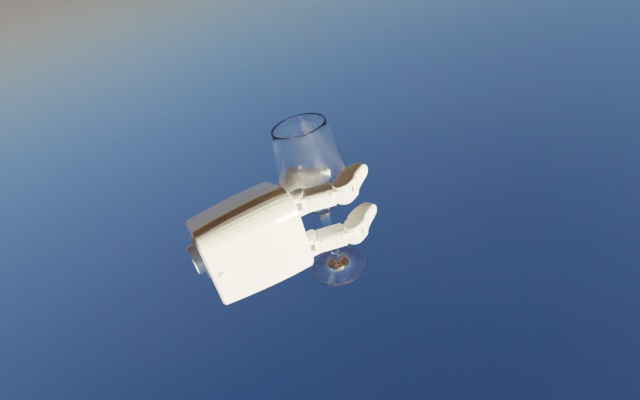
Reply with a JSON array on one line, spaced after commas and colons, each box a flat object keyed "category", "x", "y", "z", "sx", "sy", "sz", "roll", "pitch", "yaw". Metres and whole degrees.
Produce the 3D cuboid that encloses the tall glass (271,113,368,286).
[{"category": "tall glass", "x": 0.000, "y": 0.002, "z": 0.561, "sx": 0.079, "sy": 0.201, "sz": 0.079, "roll": -12, "pitch": 31, "yaw": 7}]
